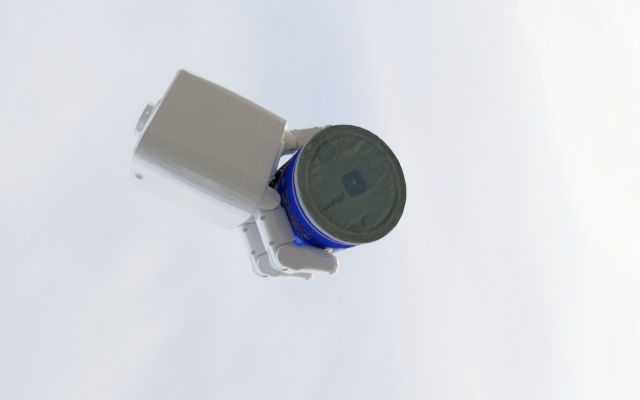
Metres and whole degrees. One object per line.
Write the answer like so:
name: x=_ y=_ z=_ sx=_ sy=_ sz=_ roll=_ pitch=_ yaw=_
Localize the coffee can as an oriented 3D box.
coffee can: x=0.000 y=0.001 z=0.453 sx=0.103 sy=0.102 sz=0.140 roll=0 pitch=-14 yaw=-25
